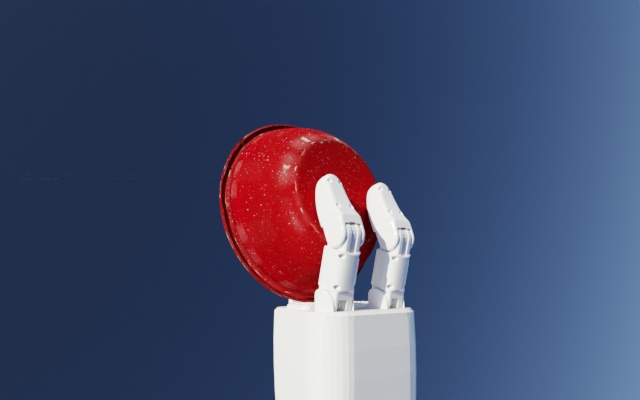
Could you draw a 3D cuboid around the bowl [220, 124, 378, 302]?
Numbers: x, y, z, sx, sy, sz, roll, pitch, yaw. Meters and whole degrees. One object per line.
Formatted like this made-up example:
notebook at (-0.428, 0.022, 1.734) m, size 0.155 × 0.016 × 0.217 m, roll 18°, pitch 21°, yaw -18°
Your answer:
bowl at (0.000, 0.000, 0.402) m, size 0.162 × 0.162 × 0.055 m, roll 0°, pitch -17°, yaw -40°
